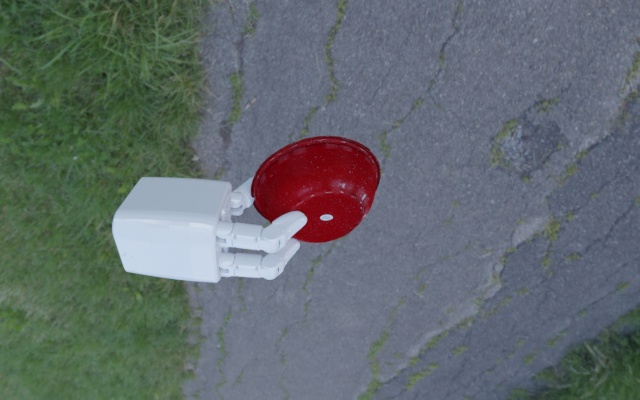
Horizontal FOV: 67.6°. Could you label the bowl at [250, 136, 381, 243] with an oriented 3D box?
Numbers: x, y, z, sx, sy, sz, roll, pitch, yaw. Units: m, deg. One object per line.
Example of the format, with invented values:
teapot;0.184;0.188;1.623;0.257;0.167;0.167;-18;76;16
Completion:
bowl;0.001;0.002;0.567;0.162;0.055;0.162;-9;-41;-7
